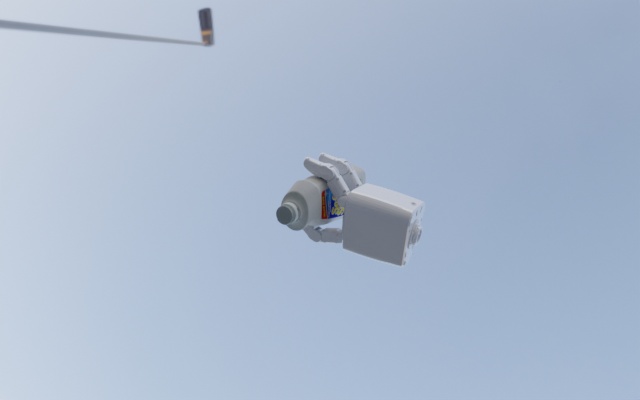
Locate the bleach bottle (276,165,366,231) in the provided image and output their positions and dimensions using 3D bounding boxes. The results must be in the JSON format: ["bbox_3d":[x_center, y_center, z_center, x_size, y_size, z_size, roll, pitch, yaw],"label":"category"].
[{"bbox_3d":[0.000,0.003,0.807,0.068,0.102,0.251,17,20,22],"label":"bleach bottle"}]
